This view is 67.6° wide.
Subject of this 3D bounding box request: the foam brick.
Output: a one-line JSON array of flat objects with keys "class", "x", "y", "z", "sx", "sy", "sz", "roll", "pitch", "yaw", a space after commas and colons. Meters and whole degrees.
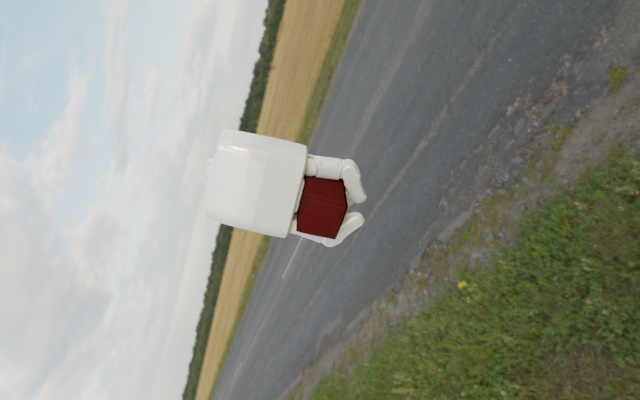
[{"class": "foam brick", "x": 0.000, "y": 0.002, "z": 0.591, "sx": 0.051, "sy": 0.053, "sz": 0.078, "roll": 13, "pitch": 30, "yaw": -9}]
